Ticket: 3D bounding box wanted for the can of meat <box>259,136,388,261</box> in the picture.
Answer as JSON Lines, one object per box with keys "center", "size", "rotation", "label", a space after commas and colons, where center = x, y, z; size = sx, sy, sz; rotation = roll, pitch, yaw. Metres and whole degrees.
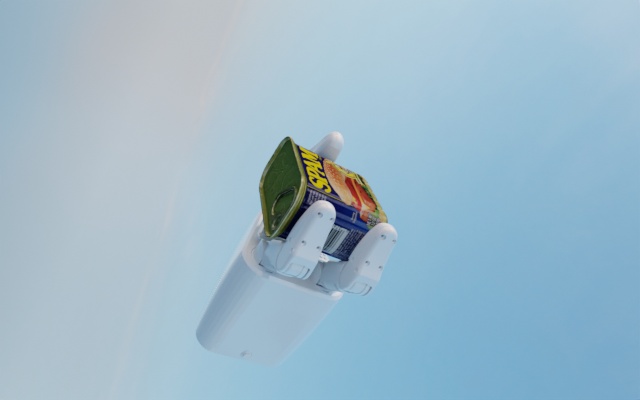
{"center": [0.000, 0.001, 0.402], "size": [0.084, 0.057, 0.102], "rotation": [24, 24, -24], "label": "can of meat"}
